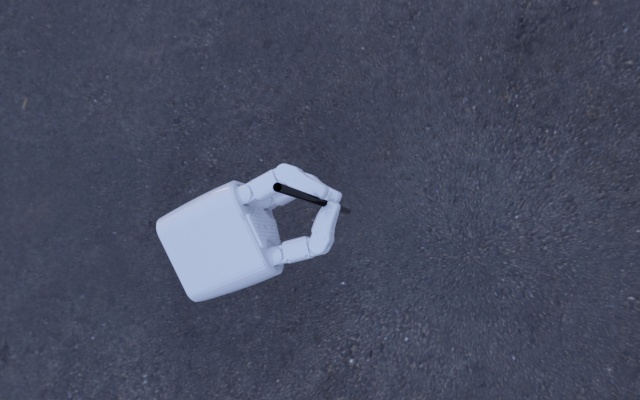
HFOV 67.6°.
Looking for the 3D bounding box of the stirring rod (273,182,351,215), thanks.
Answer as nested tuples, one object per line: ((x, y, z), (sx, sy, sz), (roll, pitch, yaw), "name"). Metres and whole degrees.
((0.000, 0.002, 0.503), (0.011, 0.011, 0.239), (0, -6, 17), "stirring rod")
